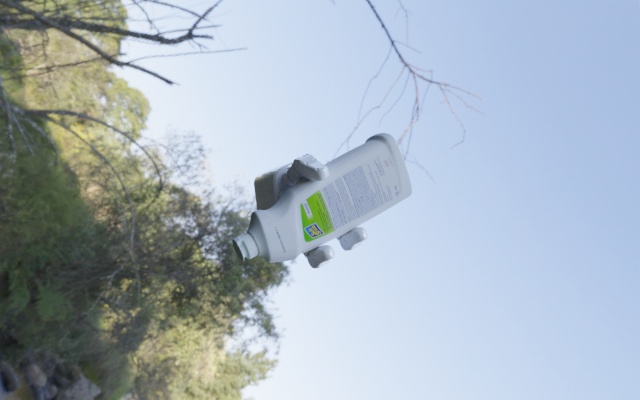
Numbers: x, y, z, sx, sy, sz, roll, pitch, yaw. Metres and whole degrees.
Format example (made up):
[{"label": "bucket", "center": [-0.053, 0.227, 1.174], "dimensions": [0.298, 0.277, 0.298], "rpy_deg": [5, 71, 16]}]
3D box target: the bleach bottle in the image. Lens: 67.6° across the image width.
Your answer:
[{"label": "bleach bottle", "center": [0.000, 0.002, 0.623], "dimensions": [0.251, 0.102, 0.068], "rpy_deg": [-26, 10, -24]}]
